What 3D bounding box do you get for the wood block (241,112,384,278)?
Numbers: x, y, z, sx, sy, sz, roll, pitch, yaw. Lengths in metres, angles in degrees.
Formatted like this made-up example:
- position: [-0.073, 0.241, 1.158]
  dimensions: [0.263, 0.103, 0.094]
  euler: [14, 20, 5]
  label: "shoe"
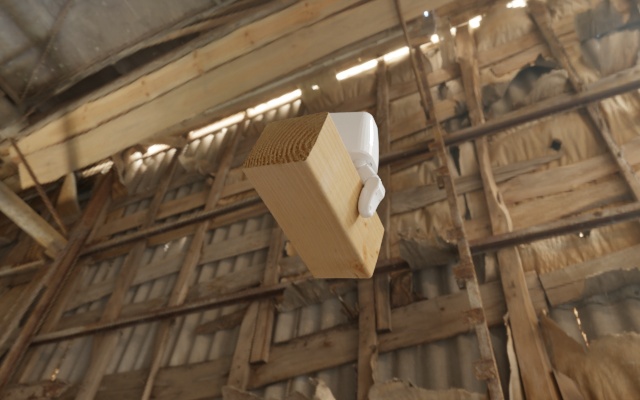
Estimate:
- position: [0.001, 0.002, 0.610]
  dimensions: [0.091, 0.090, 0.206]
  euler: [-6, -47, 29]
  label: "wood block"
